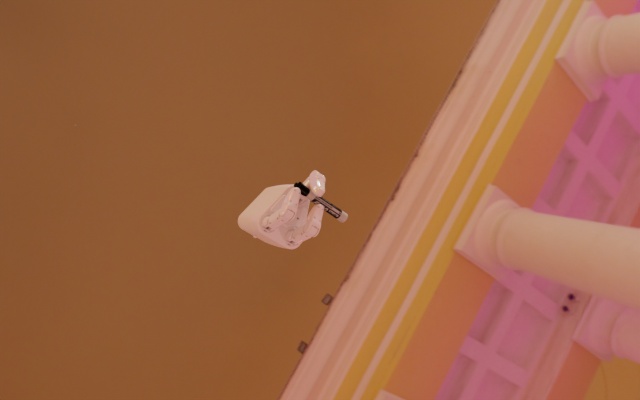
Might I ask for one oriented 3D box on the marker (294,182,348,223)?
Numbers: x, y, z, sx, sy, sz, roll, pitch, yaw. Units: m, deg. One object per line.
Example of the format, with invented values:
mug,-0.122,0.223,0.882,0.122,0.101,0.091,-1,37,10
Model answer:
marker,0.000,0.003,0.859,0.121,0.020,0.020,34,-17,-27
